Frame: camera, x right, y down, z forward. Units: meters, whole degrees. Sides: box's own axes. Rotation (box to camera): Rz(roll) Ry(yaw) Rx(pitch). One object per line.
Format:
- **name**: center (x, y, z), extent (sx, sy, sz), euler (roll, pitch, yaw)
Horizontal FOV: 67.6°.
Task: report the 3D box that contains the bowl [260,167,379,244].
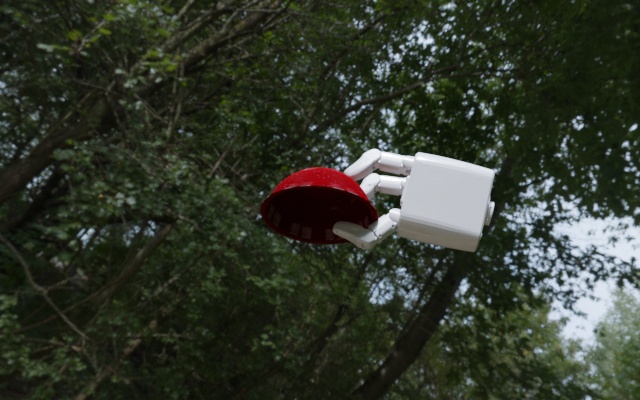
- **bowl**: center (-0.001, 0.002, 0.663), extent (0.162, 0.055, 0.162), euler (3, -31, 2)
